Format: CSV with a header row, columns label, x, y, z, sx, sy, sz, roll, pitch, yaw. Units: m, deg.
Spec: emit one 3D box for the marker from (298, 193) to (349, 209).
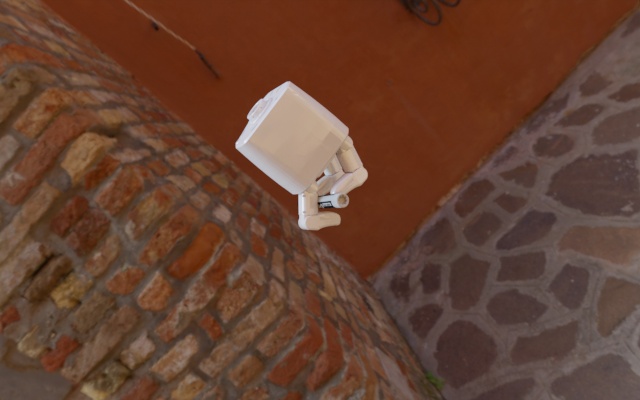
label,x,y,z,sx,sy,sz,roll,pitch,yaw
marker,0.000,0.002,0.665,0.020,0.020,0.121,0,-2,-28
